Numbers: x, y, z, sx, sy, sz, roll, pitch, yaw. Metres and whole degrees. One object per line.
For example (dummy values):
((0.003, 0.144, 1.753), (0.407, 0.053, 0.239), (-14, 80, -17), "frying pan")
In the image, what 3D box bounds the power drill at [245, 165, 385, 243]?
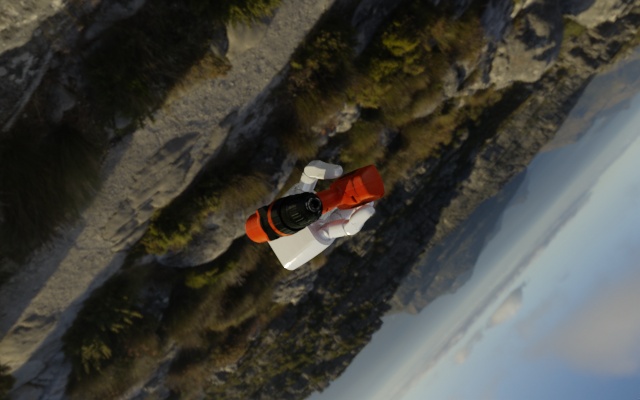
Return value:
((0.000, 0.002, 0.686), (0.187, 0.057, 0.184), (-20, 0, -33), "power drill")
